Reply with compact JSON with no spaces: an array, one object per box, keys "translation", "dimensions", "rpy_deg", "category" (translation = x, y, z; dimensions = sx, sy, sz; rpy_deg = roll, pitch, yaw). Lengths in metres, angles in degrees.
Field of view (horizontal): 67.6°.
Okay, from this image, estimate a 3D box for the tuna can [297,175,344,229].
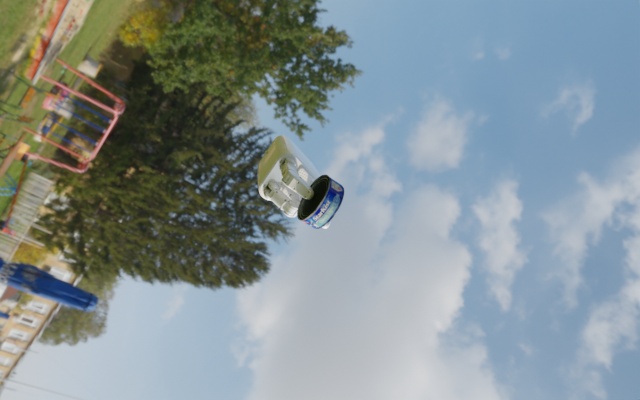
[{"translation":[0.001,0.003,0.777],"dimensions":[0.034,0.086,0.086],"rpy_deg":[32,-13,-21],"category":"tuna can"}]
